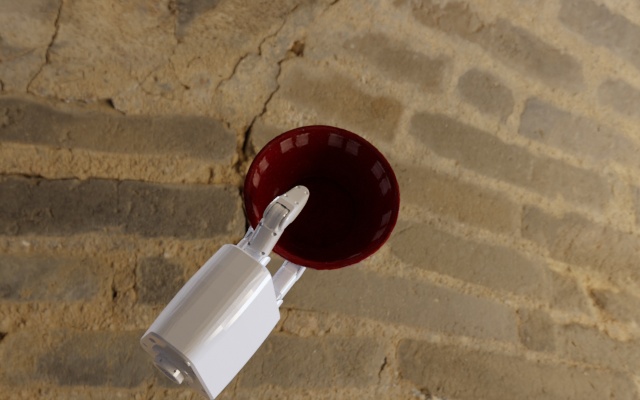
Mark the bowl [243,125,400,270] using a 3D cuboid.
[{"bbox_3d":[0.001,0.001,0.513,0.162,0.162,0.055,0,-22,-6],"label":"bowl"}]
